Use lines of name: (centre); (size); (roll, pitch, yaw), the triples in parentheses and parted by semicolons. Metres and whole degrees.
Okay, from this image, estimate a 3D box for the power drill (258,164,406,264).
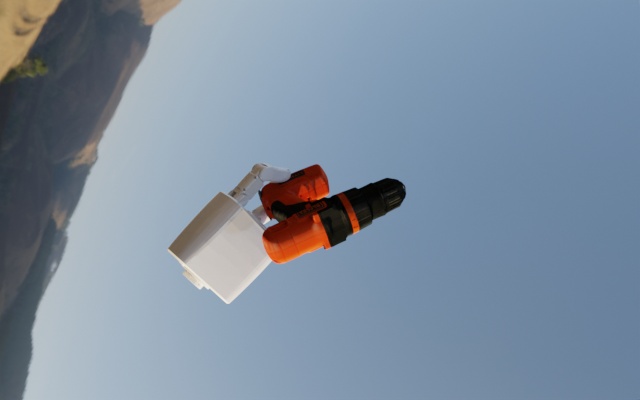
power drill: (0.000, 0.002, 0.633); (0.184, 0.057, 0.187); (-23, 19, -9)
